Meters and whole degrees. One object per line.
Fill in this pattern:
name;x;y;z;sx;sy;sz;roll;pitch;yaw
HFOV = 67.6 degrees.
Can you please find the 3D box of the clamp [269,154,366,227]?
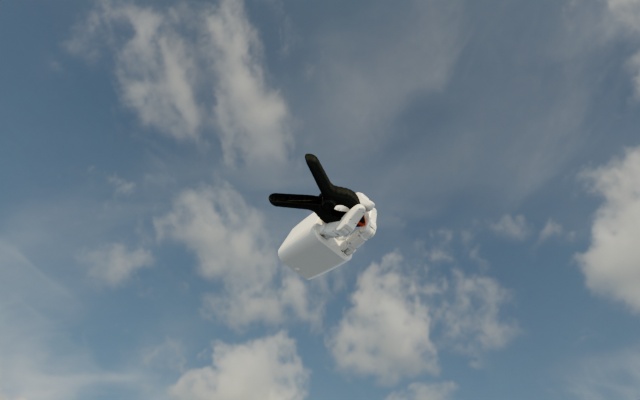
clamp;0.000;0.002;0.816;0.120;0.039;0.171;-33;-59;32
